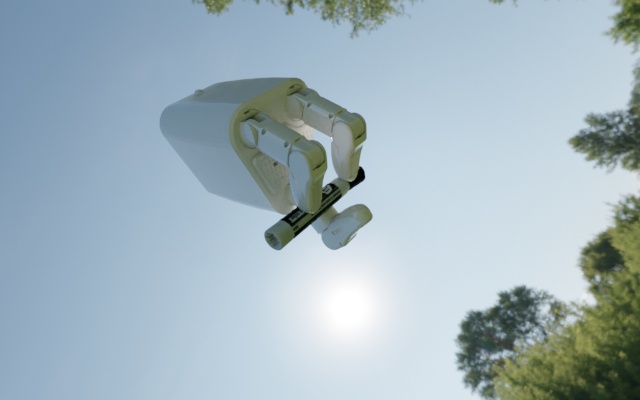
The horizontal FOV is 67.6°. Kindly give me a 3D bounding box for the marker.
[{"bbox_3d":[0.000,0.001,0.400,0.020,0.020,0.121,0,29,44],"label":"marker"}]
